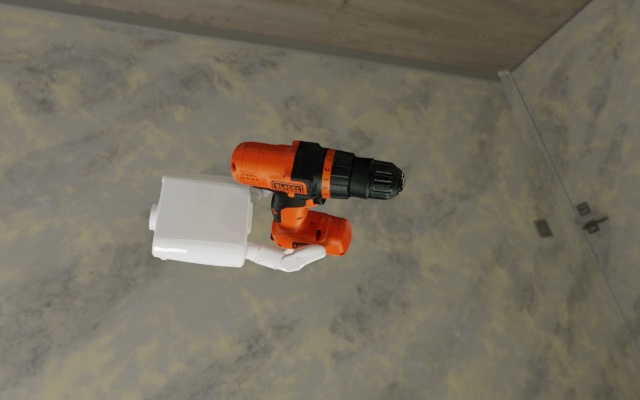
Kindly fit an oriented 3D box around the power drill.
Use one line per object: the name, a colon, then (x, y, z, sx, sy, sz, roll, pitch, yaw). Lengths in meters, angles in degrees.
power drill: (0.000, 0.002, 0.562, 0.184, 0.057, 0.188, 10, -30, 9)
